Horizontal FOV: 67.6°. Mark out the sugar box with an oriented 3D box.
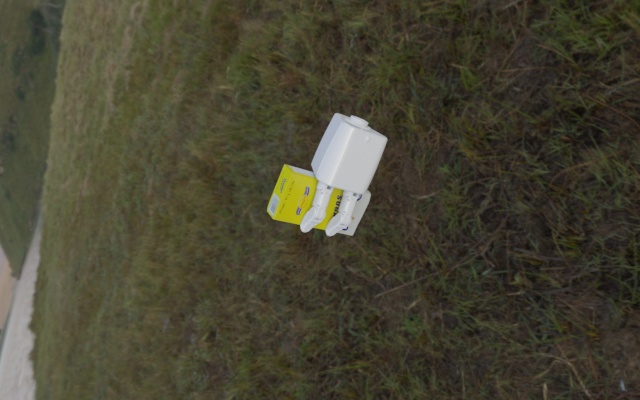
[{"bbox_3d":[0.000,0.003,0.862,0.176,0.093,0.048,14,19,-30],"label":"sugar box"}]
